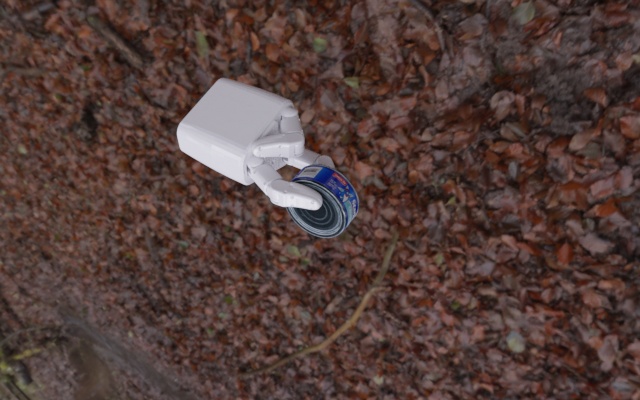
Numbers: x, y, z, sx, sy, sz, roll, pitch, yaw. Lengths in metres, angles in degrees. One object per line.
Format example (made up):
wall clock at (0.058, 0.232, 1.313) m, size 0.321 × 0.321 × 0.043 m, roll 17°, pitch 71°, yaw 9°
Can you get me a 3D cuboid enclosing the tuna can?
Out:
tuna can at (0.000, 0.002, 0.560) m, size 0.086 × 0.086 × 0.033 m, roll 0°, pitch 35°, yaw 36°
